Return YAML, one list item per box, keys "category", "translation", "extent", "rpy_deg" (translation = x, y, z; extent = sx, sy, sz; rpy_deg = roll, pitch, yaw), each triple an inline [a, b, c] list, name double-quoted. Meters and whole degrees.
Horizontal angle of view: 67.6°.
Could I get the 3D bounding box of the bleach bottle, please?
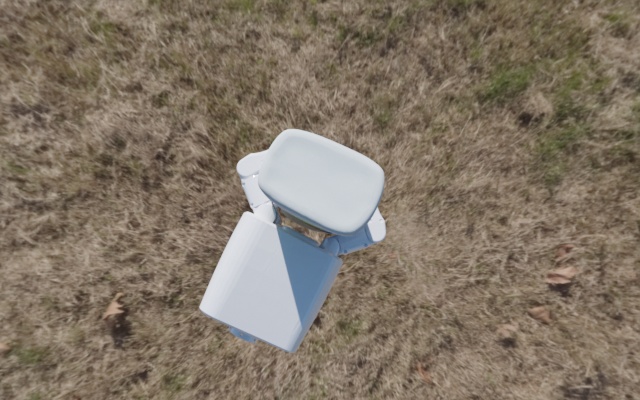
- category: "bleach bottle"
  translation: [0.000, 0.002, 0.498]
  extent: [0.102, 0.068, 0.251]
  rpy_deg: [26, -8, 4]
